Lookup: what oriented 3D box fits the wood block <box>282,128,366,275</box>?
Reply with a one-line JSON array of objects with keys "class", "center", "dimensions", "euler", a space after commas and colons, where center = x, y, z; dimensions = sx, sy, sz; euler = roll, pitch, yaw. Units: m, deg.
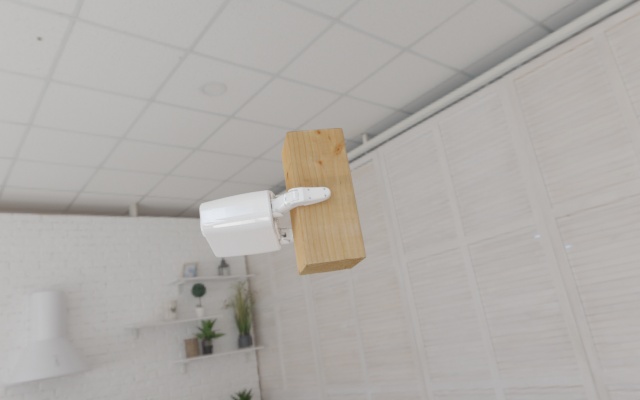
[{"class": "wood block", "center": [0.000, 0.002, 0.741], "dimensions": [0.090, 0.206, 0.091], "euler": [-6, -17, -12]}]
